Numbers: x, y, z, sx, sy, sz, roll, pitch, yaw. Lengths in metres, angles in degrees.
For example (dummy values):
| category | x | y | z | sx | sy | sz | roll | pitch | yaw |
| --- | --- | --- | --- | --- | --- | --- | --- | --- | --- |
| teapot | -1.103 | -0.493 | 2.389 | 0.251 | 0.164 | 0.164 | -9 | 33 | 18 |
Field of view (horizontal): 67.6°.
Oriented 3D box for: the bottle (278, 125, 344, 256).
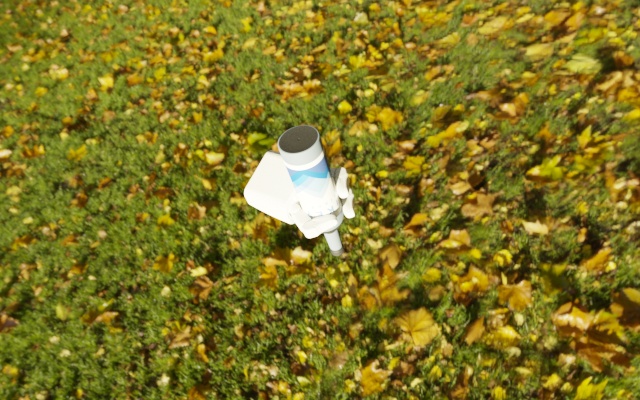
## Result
| category | x | y | z | sx | sy | sz | roll | pitch | yaw |
| --- | --- | --- | --- | --- | --- | --- | --- | --- | --- |
| bottle | 0.000 | 0.003 | 0.830 | 0.069 | 0.069 | 0.296 | 0 | -40 | 18 |
